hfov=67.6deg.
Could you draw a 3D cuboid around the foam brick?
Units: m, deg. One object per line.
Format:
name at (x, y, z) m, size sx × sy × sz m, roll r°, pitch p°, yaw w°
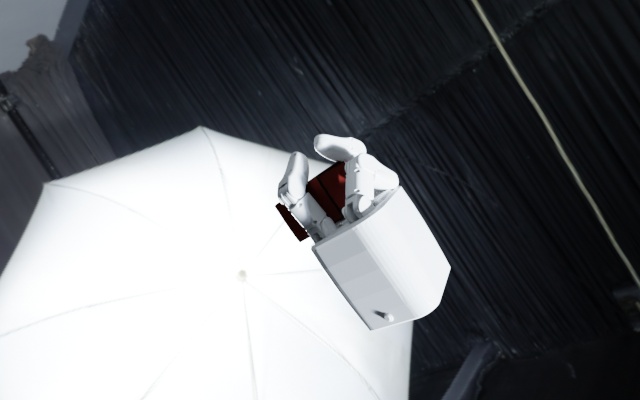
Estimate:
foam brick at (0.000, 0.002, 0.511) m, size 0.078 × 0.051 × 0.053 m, roll -32°, pitch 3°, yaw 44°
